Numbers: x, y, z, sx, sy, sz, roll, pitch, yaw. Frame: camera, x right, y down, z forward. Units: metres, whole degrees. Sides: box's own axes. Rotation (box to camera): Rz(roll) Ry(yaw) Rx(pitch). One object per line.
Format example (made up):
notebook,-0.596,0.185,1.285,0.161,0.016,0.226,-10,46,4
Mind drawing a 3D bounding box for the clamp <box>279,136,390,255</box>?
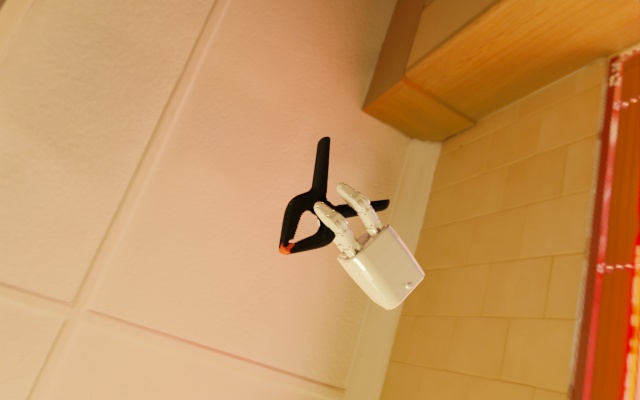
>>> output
clamp,0.000,0.003,0.784,0.210,0.164,0.036,-40,3,-26
